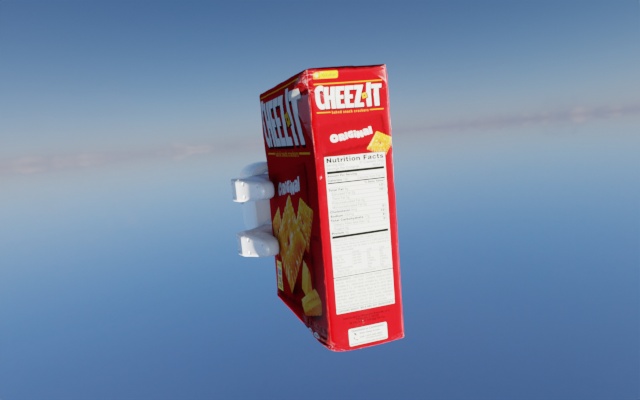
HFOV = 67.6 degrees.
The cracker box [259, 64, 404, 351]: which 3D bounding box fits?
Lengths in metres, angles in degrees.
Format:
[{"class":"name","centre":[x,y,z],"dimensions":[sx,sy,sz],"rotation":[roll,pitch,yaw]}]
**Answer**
[{"class":"cracker box","centre":[0.000,0.002,0.427],"dimensions":[0.072,0.214,0.164],"rotation":[-8,8,-19]}]
